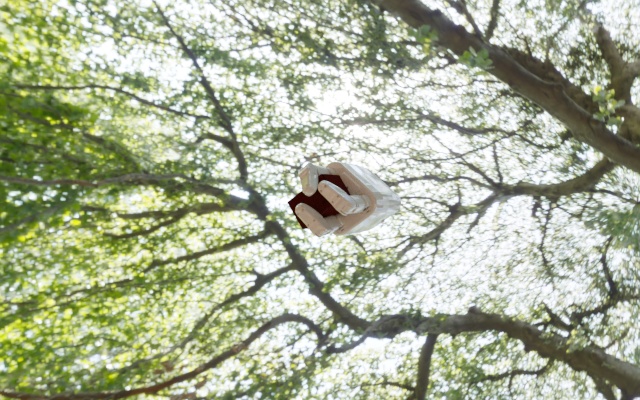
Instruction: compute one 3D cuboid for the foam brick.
[{"bbox_3d":[0.000,0.002,0.735,0.078,0.053,0.051,-38,-19,27],"label":"foam brick"}]
